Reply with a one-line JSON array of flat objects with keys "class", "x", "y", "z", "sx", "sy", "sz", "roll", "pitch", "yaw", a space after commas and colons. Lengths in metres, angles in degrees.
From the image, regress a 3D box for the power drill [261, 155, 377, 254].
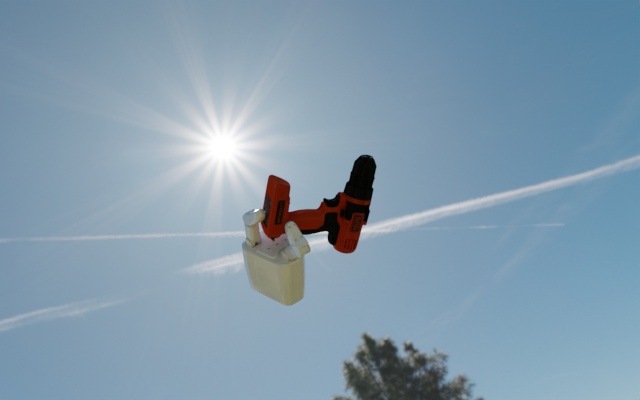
[{"class": "power drill", "x": 0.000, "y": 0.003, "z": 0.819, "sx": 0.187, "sy": 0.184, "sz": 0.057, "roll": 5, "pitch": 18, "yaw": -22}]
